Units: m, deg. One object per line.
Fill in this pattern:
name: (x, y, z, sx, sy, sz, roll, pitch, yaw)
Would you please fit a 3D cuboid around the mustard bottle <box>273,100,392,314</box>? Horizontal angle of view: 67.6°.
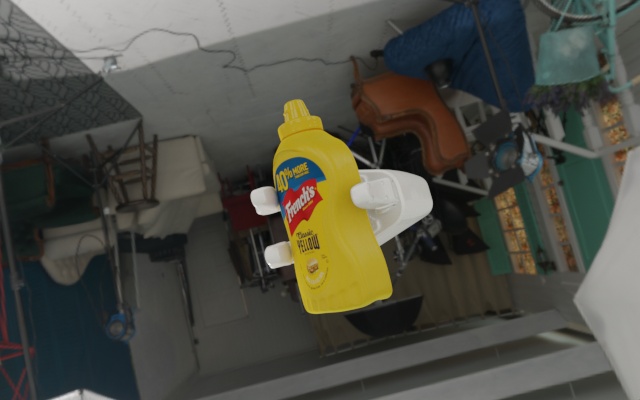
mustard bottle: (0.000, 0.002, 0.431, 0.058, 0.191, 0.096, -10, -8, -35)
